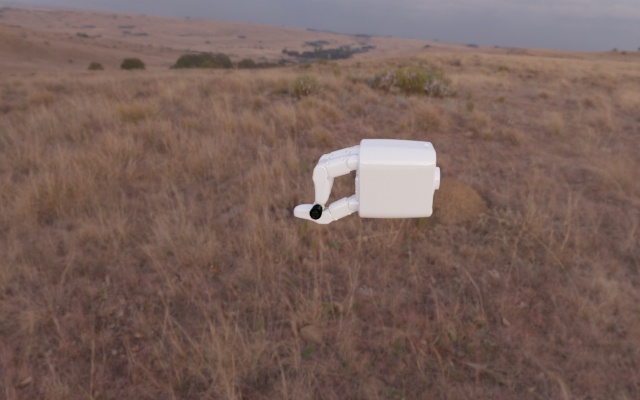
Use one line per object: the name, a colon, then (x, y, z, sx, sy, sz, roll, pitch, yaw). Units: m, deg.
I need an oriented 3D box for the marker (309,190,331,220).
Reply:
marker: (0.000, 0.002, 0.731, 0.020, 0.020, 0.121, 0, 18, 8)
